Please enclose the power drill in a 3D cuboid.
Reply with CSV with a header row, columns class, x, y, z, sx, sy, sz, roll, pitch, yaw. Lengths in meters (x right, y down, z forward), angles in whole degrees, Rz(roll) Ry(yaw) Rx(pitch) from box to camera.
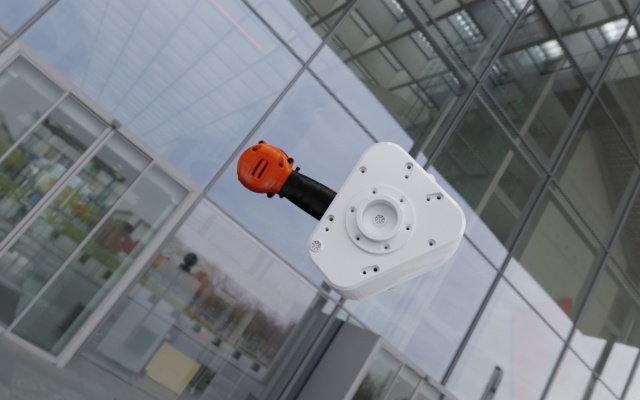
class,x,y,z,sx,sy,sz,roll,pitch,yaw
power drill,0.001,0.002,0.519,0.187,0.057,0.184,29,4,-3
